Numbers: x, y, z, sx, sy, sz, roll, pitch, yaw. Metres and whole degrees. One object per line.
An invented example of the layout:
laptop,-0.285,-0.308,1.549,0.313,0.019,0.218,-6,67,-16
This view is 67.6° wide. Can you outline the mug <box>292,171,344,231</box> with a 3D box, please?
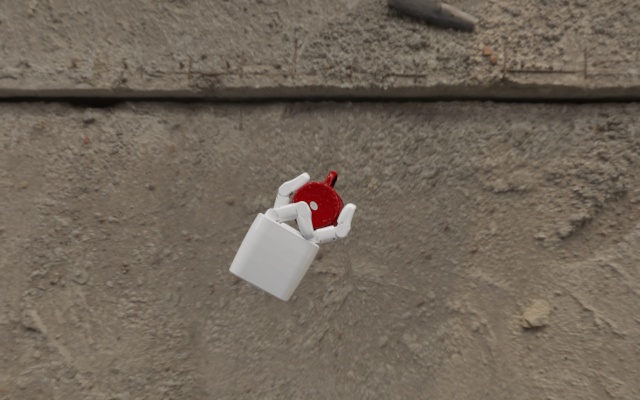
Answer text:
mug,0.001,0.001,0.826,0.093,0.117,0.081,28,-5,7
